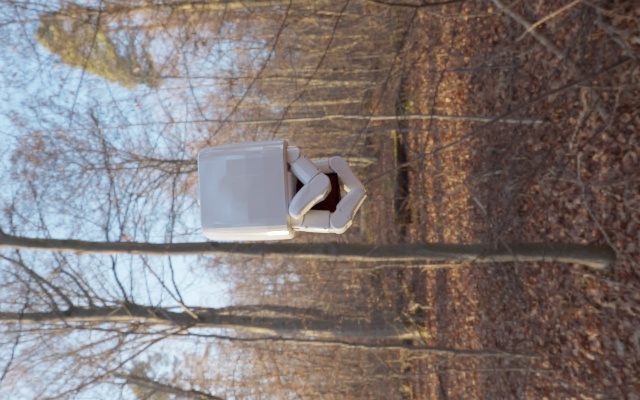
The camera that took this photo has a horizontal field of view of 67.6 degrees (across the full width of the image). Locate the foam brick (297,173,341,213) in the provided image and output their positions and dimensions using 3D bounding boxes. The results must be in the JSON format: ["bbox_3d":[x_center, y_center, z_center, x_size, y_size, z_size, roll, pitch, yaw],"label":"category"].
[{"bbox_3d":[0.000,0.002,0.617,0.051,0.053,0.078,-4,-18,5],"label":"foam brick"}]
